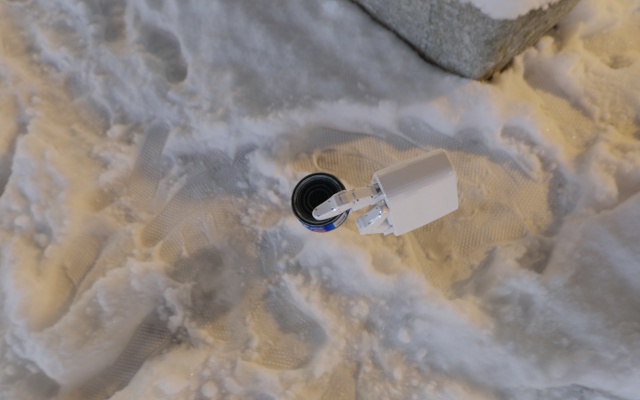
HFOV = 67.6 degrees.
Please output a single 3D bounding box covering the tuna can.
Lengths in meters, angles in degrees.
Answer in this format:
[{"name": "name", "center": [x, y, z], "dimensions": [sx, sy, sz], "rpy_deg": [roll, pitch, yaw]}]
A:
[{"name": "tuna can", "center": [0.000, 0.002, 0.705], "dimensions": [0.086, 0.086, 0.034], "rpy_deg": [0, -17, 12]}]
